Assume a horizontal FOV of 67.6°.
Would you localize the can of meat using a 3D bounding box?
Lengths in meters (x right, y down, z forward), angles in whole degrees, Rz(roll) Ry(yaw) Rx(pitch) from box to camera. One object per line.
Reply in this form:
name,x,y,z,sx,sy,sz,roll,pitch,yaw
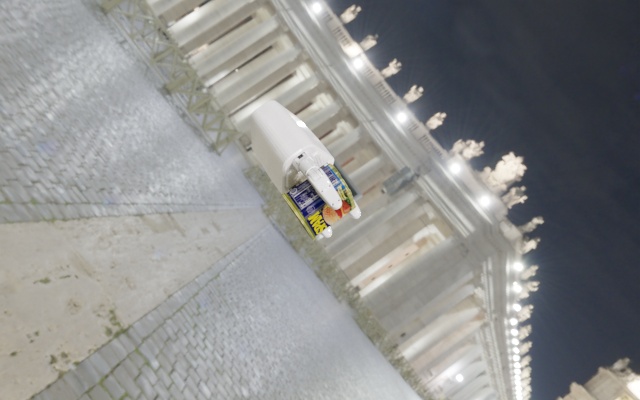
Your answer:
can of meat,0.000,0.002,0.705,0.084,0.057,0.102,-35,-26,-5
